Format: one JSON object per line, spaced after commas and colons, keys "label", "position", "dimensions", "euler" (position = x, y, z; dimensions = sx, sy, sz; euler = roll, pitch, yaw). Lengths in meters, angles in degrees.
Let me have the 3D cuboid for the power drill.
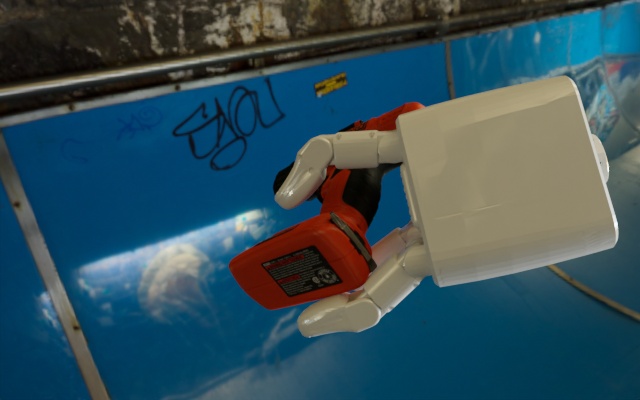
{"label": "power drill", "position": [0.000, 0.002, 0.402], "dimensions": [0.184, 0.057, 0.187], "euler": [-25, 24, 37]}
